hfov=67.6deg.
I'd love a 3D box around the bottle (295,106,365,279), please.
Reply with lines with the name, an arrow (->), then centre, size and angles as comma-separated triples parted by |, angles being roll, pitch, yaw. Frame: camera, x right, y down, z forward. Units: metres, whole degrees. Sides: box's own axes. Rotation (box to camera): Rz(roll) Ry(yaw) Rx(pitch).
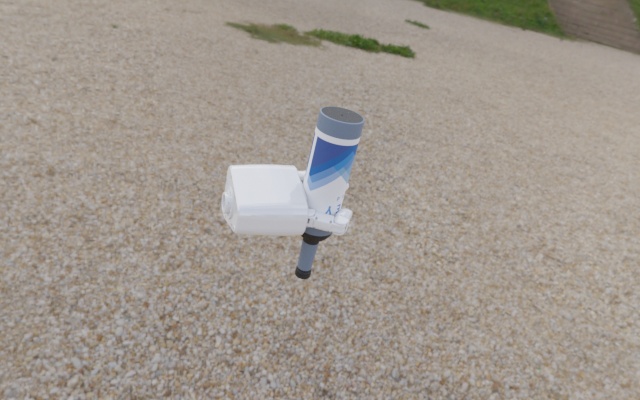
bottle -> 0.000, 0.002, 0.755 | 0.069, 0.296, 0.069 | 11, 29, -6
